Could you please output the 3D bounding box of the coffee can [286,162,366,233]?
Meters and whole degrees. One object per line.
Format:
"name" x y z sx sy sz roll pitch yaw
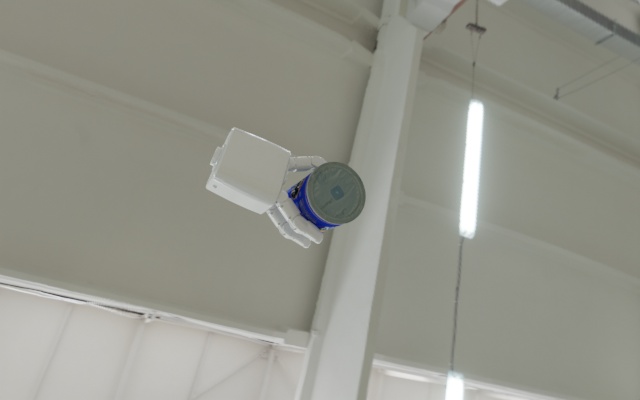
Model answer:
"coffee can" 0.000 0.003 0.821 0.103 0.102 0.140 0 -13 -24
